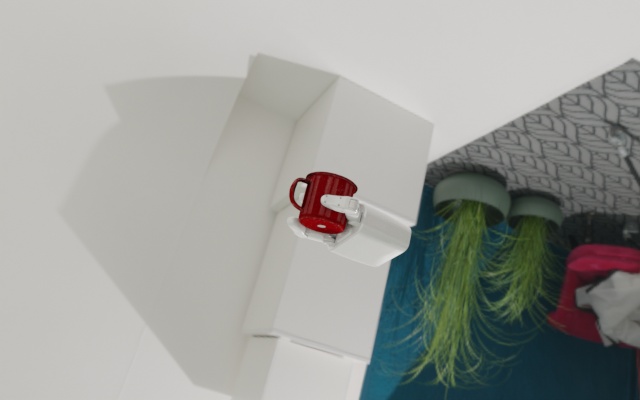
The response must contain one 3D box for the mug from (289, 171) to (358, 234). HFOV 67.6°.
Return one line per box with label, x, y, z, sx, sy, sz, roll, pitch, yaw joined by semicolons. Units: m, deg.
mug;-0.001;0.002;0.811;0.117;0.081;0.093;24;-22;-24
